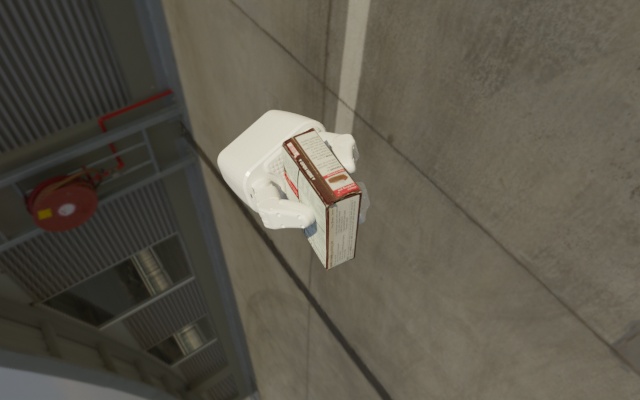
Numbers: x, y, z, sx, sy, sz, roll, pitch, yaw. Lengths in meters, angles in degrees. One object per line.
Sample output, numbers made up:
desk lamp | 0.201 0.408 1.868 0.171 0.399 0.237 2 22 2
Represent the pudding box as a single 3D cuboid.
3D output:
pudding box | 0.000 0.002 0.463 0.039 0.090 0.114 -26 -33 -16
